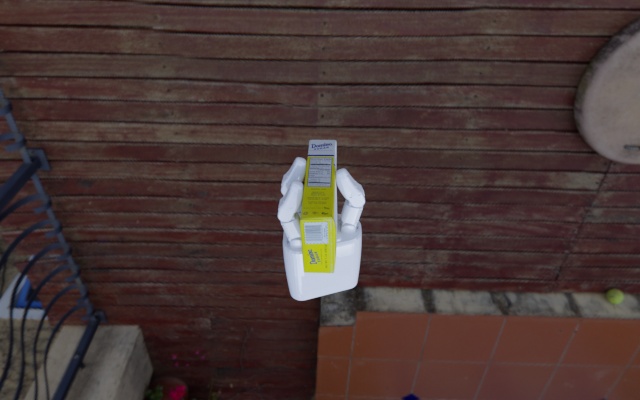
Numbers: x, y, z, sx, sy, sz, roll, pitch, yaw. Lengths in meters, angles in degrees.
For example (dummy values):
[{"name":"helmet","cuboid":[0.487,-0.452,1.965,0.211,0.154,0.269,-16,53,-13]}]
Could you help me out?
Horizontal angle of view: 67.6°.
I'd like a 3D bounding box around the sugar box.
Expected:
[{"name":"sugar box","cuboid":[0.000,0.002,0.643,0.048,0.093,0.176,-1,38,0]}]
